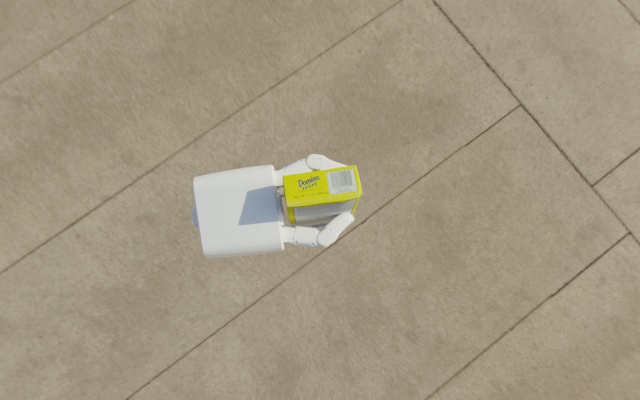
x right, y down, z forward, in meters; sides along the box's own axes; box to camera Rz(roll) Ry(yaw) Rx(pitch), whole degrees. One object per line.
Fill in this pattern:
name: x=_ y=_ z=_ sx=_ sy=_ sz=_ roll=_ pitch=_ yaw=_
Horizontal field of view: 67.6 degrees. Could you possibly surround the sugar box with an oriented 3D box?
sugar box: x=0.000 y=0.002 z=0.651 sx=0.093 sy=0.048 sz=0.176 roll=-8 pitch=-11 yaw=-4
